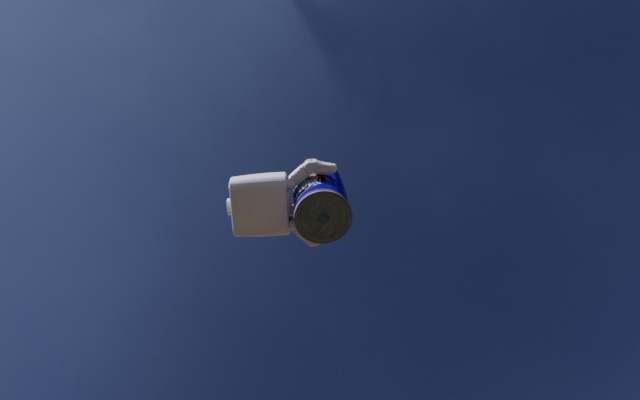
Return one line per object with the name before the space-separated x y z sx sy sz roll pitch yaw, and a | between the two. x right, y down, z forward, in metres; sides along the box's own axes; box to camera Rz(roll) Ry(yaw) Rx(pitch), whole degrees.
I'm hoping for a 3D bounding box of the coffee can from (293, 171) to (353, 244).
coffee can | 0.000 0.003 0.892 0.103 0.103 0.140 0 24 -4
